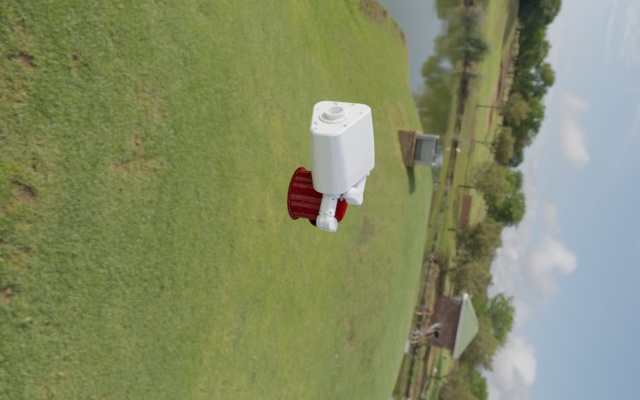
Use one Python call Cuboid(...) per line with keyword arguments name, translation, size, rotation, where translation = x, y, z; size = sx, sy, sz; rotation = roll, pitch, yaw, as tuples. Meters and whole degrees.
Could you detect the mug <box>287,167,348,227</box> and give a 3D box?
Cuboid(name="mug", translation=(0.000, 0.004, 0.817), size=(0.081, 0.117, 0.093), rotation=(9, 40, 19))
